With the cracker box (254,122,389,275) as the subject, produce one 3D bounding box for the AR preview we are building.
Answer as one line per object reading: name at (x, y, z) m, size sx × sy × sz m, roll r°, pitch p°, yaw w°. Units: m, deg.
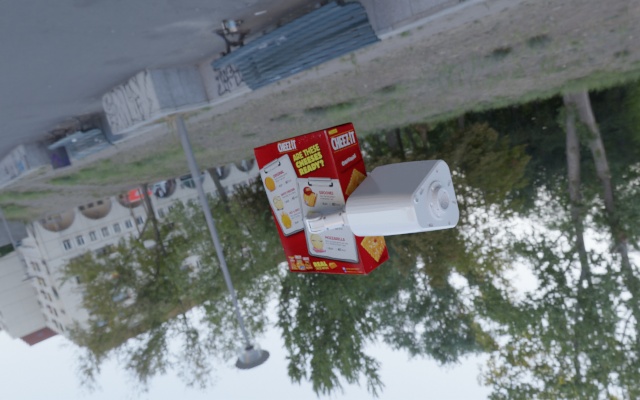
cracker box at (0.000, 0.003, 0.734) m, size 0.164 × 0.214 × 0.072 m, roll -6°, pitch 13°, yaw 45°
